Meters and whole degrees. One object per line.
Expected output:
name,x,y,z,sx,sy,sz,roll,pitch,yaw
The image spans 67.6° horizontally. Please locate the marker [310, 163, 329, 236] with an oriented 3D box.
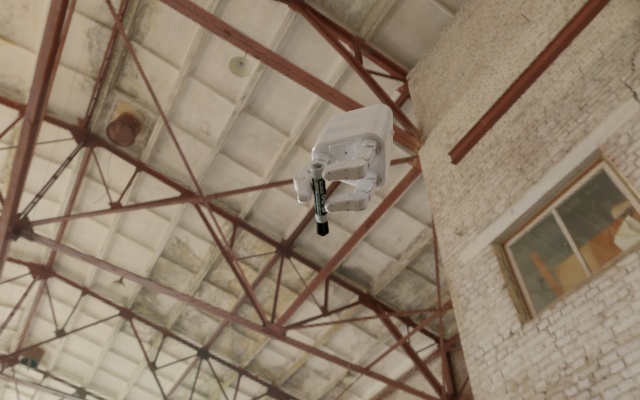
marker,0.000,0.002,0.670,0.020,0.121,0.020,-3,37,2
